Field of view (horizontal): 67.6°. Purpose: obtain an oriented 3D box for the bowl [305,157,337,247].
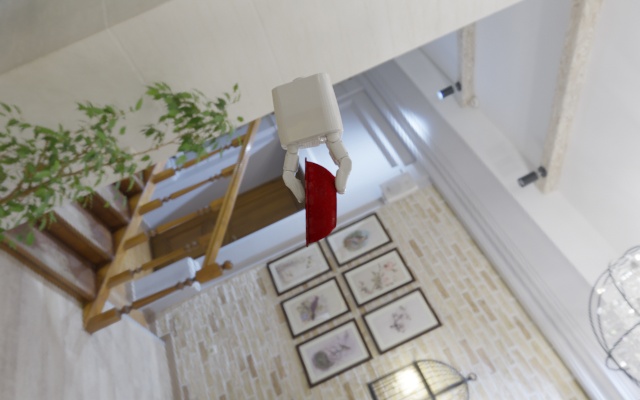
[{"bbox_3d":[0.001,0.004,0.852,0.055,0.162,0.162,0,0,-1],"label":"bowl"}]
